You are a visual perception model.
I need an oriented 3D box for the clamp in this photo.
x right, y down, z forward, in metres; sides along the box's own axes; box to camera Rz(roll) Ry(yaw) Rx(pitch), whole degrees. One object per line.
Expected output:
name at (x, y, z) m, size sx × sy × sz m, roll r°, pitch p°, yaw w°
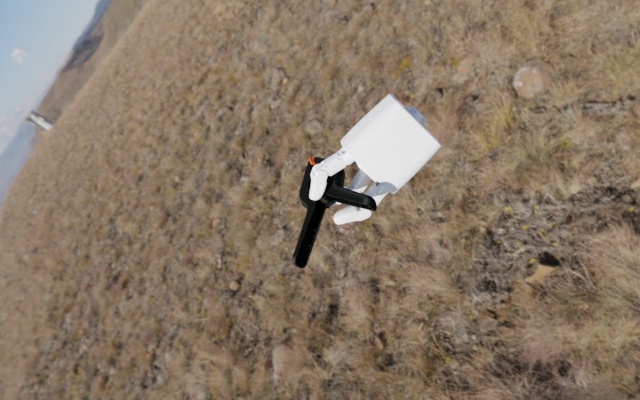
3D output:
clamp at (0.000, 0.002, 0.784) m, size 0.036 × 0.164 × 0.209 m, roll 36°, pitch 19°, yaw -33°
